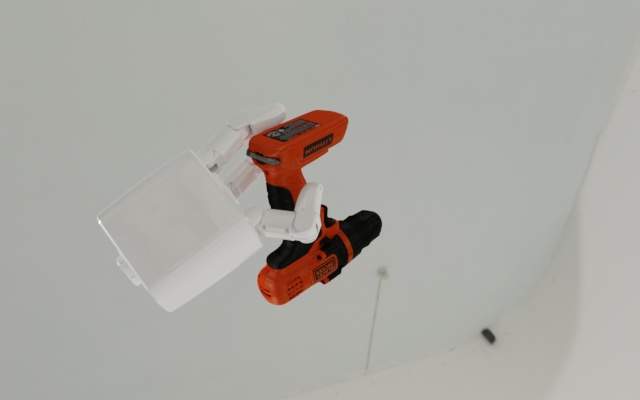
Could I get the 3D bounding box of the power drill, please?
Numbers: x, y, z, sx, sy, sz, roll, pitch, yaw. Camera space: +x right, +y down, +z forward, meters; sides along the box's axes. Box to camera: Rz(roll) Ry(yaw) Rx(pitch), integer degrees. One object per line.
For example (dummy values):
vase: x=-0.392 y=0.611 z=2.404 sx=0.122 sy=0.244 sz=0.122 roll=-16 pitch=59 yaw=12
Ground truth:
power drill: x=0.000 y=0.001 z=0.524 sx=0.057 sy=0.188 sz=0.184 roll=19 pitch=38 yaw=41
